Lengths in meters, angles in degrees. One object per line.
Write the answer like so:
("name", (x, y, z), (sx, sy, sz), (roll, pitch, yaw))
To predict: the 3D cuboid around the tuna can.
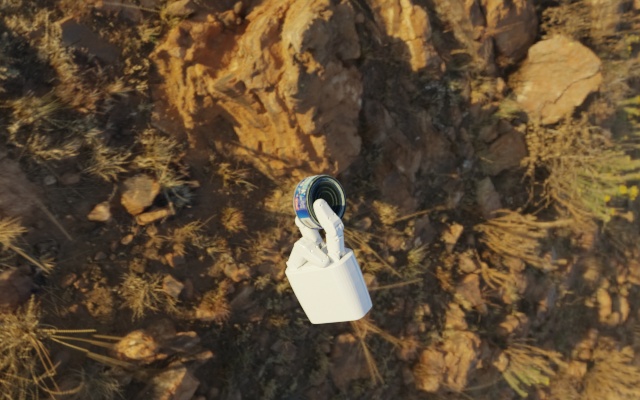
("tuna can", (0.000, 0.002, 0.753), (0.086, 0.086, 0.034), (0, -5, -41))
